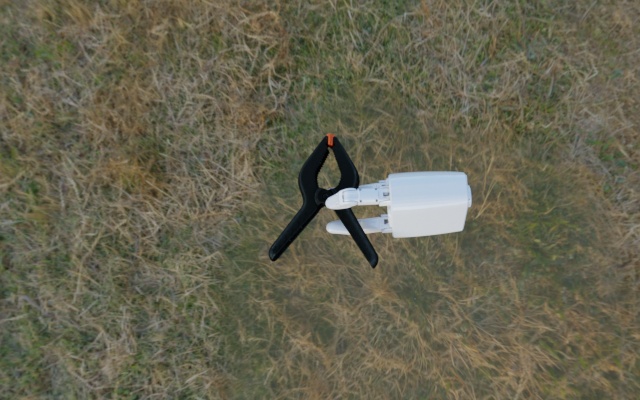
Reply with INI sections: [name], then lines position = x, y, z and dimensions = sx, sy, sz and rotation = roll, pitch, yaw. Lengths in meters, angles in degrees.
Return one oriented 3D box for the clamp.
[clamp]
position = 0.000, 0.002, 0.730
dimensions = 0.164, 0.210, 0.036
rotation = -4, -12, 6
